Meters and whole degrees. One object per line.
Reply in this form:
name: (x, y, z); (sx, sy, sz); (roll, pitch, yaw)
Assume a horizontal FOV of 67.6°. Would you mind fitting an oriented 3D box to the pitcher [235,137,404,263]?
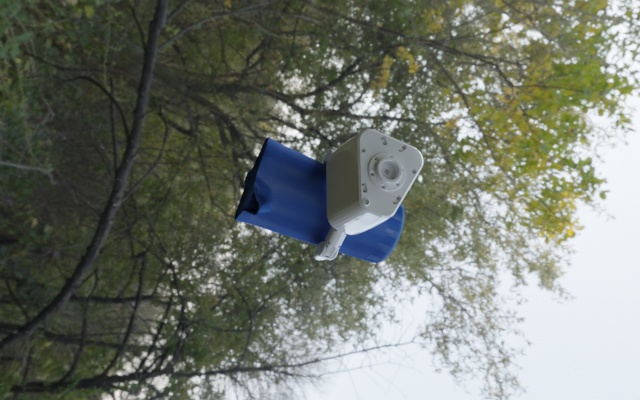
pitcher: (0.000, 0.002, 0.743); (0.243, 0.149, 0.145); (22, -21, -13)
